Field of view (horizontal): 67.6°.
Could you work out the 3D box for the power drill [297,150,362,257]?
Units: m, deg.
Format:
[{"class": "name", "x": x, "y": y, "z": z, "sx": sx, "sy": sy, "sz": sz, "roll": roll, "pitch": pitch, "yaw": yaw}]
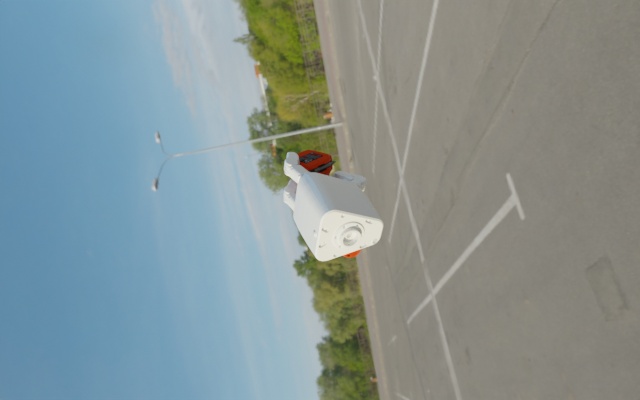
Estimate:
[{"class": "power drill", "x": 0.000, "y": 0.003, "z": 0.879, "sx": 0.057, "sy": 0.188, "sz": 0.184, "roll": -28, "pitch": 21, "yaw": -19}]
